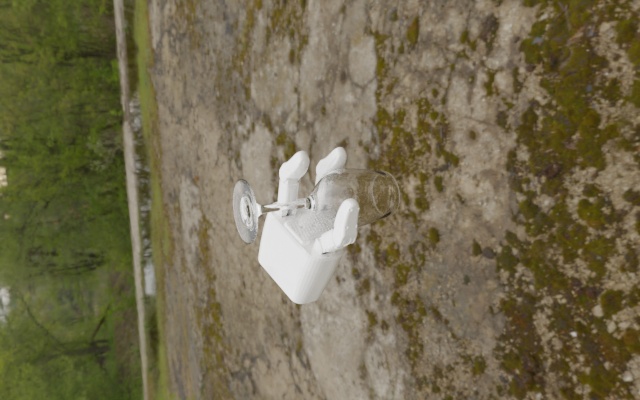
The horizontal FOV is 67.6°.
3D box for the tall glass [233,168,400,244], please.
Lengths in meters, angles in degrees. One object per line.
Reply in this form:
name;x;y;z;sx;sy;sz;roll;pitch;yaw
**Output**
tall glass;0.000;0.002;0.588;0.201;0.079;0.079;-7;3;-28
